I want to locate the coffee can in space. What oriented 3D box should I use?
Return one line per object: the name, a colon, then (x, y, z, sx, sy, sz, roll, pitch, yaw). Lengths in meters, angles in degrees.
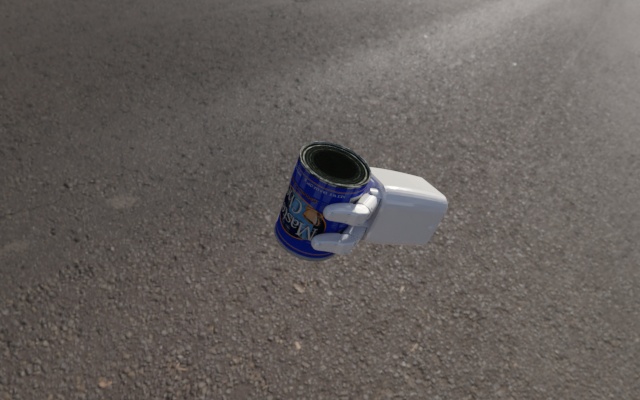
coffee can: (0.000, 0.002, 0.680, 0.103, 0.140, 0.102, 14, 37, -10)
